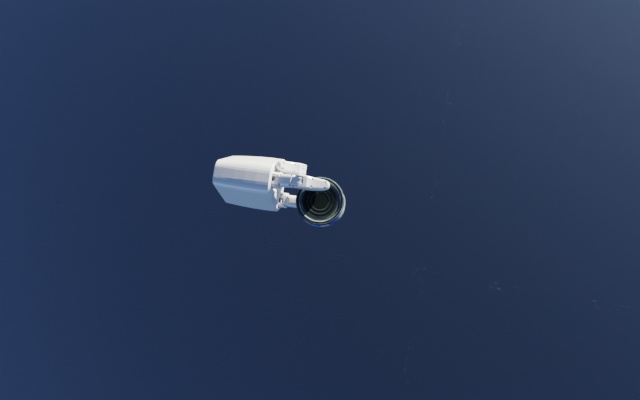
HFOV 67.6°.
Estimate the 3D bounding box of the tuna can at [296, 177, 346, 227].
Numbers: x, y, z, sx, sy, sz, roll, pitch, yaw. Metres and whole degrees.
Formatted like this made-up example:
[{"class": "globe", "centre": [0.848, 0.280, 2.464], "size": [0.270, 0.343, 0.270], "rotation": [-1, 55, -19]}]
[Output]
[{"class": "tuna can", "centre": [0.000, 0.003, 0.830], "size": [0.086, 0.086, 0.034], "rotation": [0, -9, 5]}]
